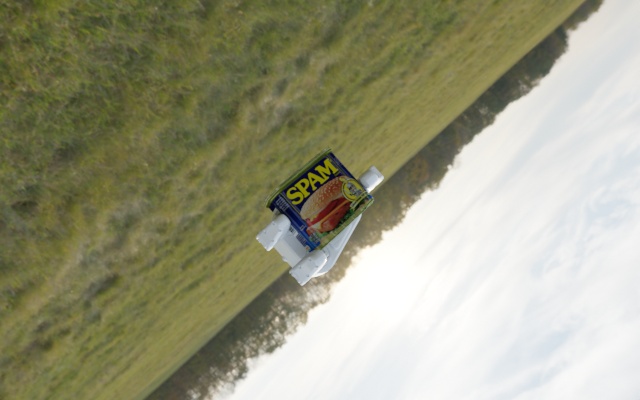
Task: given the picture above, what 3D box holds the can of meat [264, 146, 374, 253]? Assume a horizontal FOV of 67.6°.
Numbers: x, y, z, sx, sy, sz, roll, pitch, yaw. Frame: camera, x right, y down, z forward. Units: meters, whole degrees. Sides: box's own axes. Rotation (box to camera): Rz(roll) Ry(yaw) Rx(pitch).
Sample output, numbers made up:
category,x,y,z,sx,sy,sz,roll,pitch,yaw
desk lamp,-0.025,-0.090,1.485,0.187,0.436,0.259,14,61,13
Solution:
category,x,y,z,sx,sy,sz,roll,pitch,yaw
can of meat,0.000,0.002,0.555,0.102,0.084,0.057,-41,-4,-21
